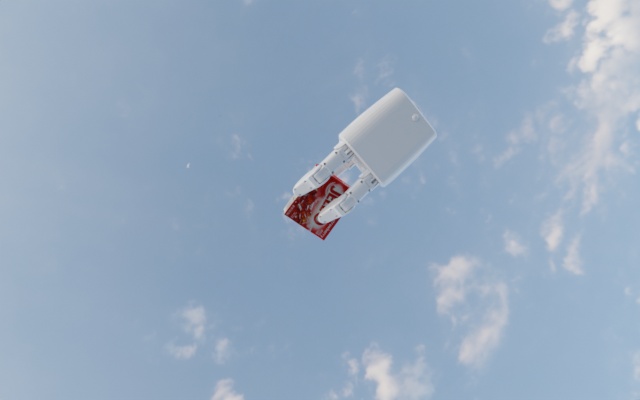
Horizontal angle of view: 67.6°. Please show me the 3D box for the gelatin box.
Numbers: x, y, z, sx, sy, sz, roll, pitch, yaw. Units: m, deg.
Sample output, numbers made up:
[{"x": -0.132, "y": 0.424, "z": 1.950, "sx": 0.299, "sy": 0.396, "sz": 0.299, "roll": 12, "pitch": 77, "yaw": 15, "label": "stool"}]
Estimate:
[{"x": 0.000, "y": 0.002, "z": 0.703, "sx": 0.073, "sy": 0.089, "sz": 0.030, "roll": 34, "pitch": 10, "yaw": -13, "label": "gelatin box"}]
